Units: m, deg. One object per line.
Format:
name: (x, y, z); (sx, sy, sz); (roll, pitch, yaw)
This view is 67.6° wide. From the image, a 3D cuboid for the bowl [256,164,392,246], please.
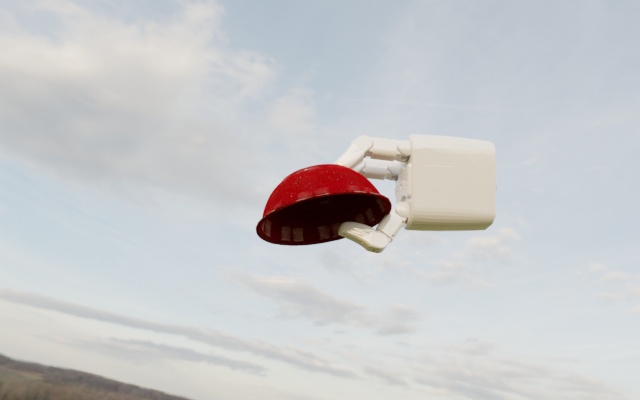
bowl: (-0.001, 0.001, 0.568); (0.162, 0.055, 0.162); (-10, -22, -4)
